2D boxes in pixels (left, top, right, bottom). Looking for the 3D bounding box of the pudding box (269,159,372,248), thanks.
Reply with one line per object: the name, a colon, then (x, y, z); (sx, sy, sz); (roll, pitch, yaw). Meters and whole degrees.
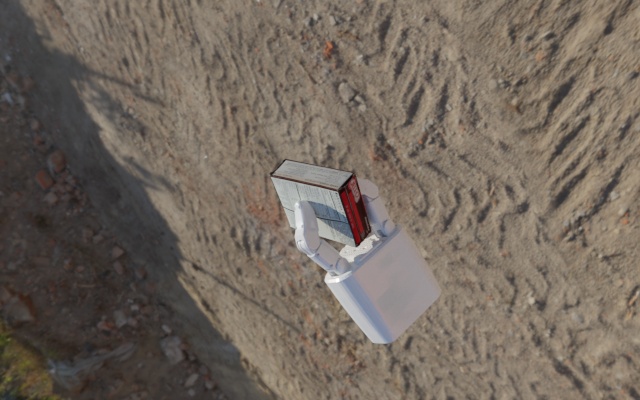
pudding box: (0.000, 0.002, 0.579); (0.113, 0.090, 0.039); (13, 46, 37)
